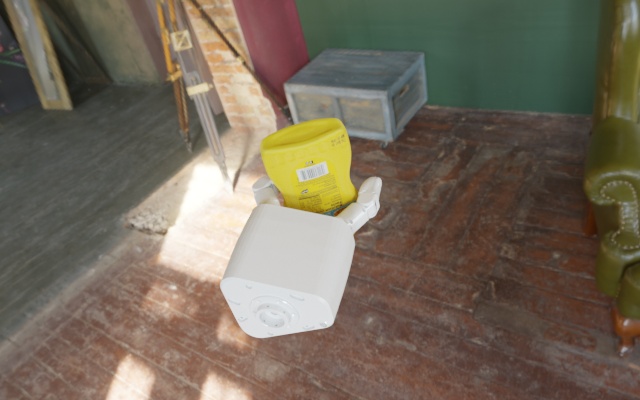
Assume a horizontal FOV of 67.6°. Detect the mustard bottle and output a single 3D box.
[{"bbox_3d":[0.000,0.001,0.568,0.096,0.192,0.058,-17,36,-2],"label":"mustard bottle"}]
